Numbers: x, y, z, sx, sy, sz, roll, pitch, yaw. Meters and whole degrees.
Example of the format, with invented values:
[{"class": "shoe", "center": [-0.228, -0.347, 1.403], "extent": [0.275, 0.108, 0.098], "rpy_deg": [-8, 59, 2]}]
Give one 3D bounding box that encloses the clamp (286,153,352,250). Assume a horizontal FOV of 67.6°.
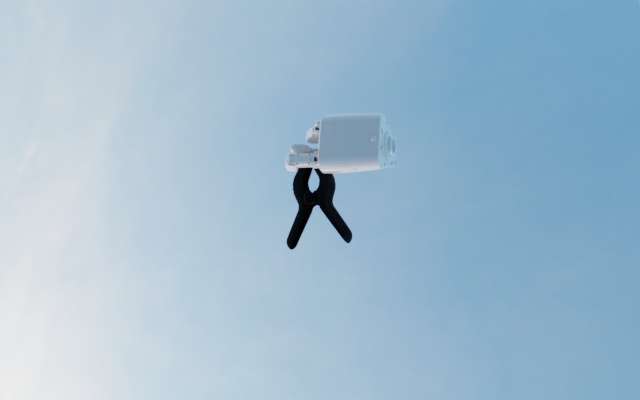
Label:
[{"class": "clamp", "center": [0.000, 0.003, 0.834], "extent": [0.120, 0.171, 0.039], "rpy_deg": [1, -3, 16]}]
